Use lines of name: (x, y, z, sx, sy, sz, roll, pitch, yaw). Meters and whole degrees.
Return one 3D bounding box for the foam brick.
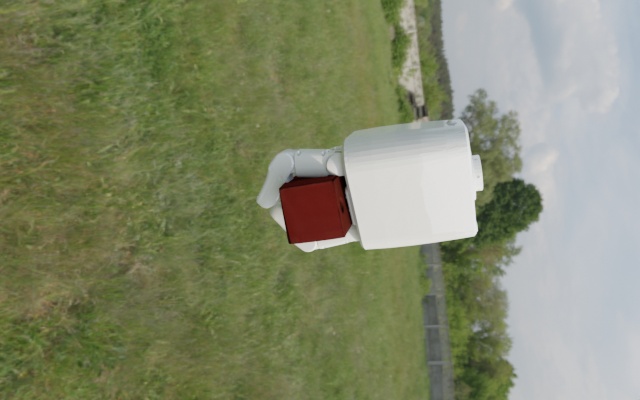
foam brick: (0.000, 0.002, 0.443, 0.051, 0.053, 0.078, -7, 13, 15)
